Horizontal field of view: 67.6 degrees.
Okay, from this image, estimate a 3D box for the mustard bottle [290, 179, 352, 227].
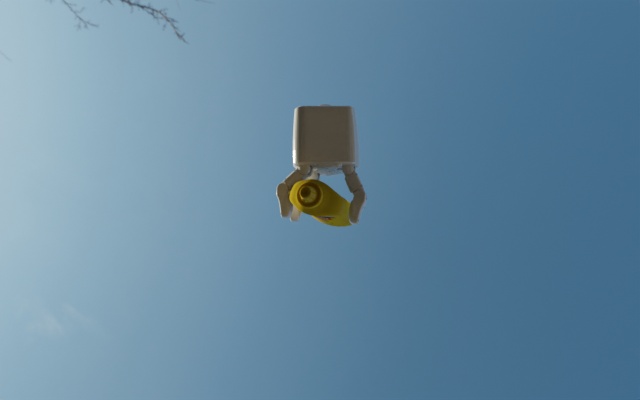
[{"bbox_3d":[0.000,0.003,0.809,0.096,0.058,0.192,21,-4,16],"label":"mustard bottle"}]
